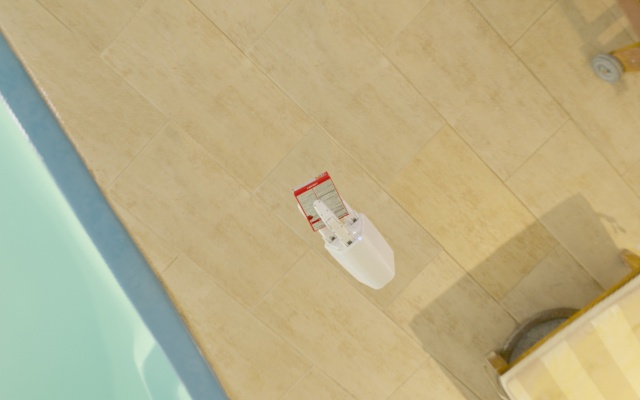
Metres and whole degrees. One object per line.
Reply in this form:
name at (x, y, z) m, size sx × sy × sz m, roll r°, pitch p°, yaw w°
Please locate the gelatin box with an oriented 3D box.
gelatin box at (0.000, 0.003, 0.871) m, size 0.073 × 0.089 × 0.030 m, roll -28°, pitch 21°, yaw 0°
